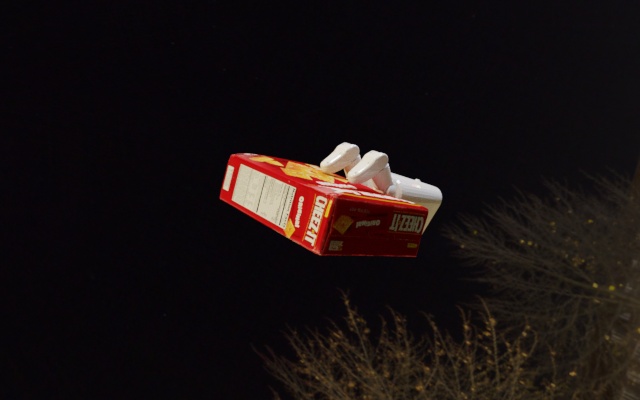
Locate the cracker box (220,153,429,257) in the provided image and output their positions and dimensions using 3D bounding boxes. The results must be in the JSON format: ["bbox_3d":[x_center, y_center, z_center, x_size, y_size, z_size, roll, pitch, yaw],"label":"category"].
[{"bbox_3d":[0.000,0.002,0.603,0.164,0.072,0.213,6,12,-42],"label":"cracker box"}]
